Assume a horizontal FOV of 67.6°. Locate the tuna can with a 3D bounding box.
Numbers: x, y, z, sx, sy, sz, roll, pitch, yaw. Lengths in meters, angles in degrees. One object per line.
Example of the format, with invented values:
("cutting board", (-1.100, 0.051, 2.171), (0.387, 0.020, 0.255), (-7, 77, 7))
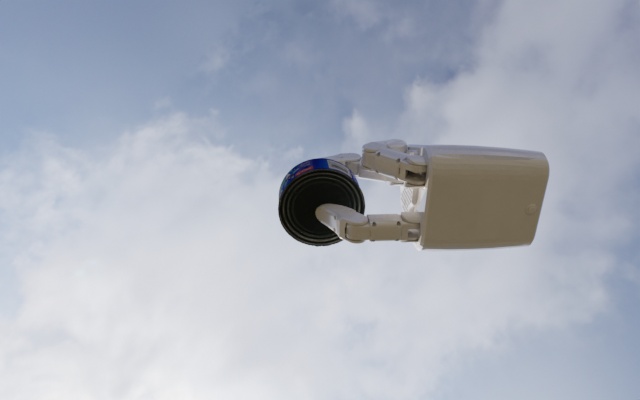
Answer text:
("tuna can", (0.000, 0.001, 0.480), (0.086, 0.086, 0.033), (0, 27, -6))
